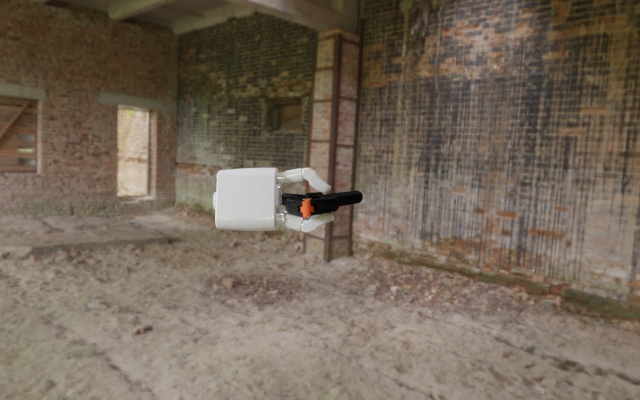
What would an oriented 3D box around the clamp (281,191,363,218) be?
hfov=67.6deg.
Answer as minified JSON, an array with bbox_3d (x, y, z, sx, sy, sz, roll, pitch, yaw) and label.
[{"bbox_3d":[0.000,0.002,0.859,0.164,0.036,0.210,-4,5,1],"label":"clamp"}]
